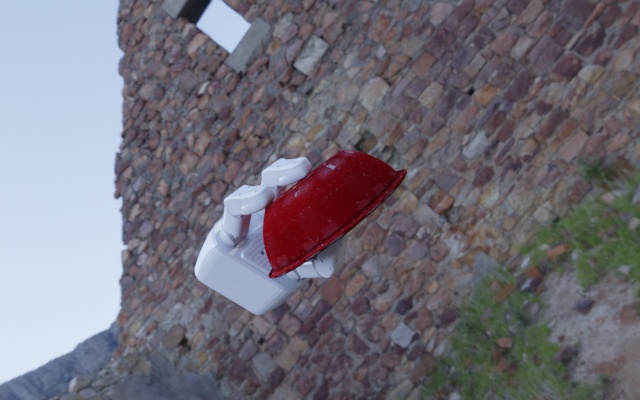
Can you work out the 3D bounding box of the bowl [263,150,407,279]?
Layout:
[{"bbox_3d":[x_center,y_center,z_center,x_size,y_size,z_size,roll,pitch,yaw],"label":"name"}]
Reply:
[{"bbox_3d":[0.001,0.000,0.448,0.162,0.055,0.162,-37,4,3],"label":"bowl"}]
